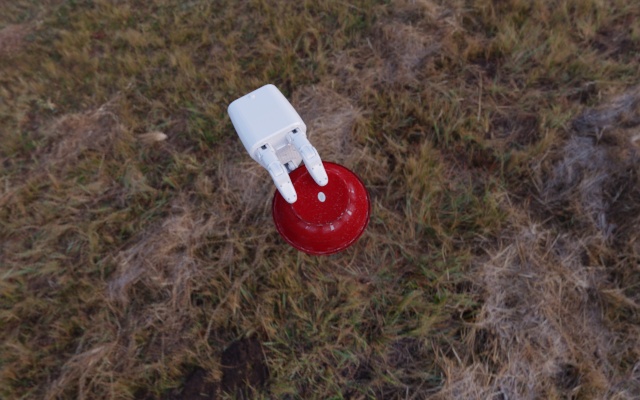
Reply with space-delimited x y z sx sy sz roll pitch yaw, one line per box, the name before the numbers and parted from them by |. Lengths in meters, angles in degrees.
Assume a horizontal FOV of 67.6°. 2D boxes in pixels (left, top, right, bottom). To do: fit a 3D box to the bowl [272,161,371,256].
bowl | 0.001 0.003 0.752 0.162 0.162 0.055 0 -18 2
